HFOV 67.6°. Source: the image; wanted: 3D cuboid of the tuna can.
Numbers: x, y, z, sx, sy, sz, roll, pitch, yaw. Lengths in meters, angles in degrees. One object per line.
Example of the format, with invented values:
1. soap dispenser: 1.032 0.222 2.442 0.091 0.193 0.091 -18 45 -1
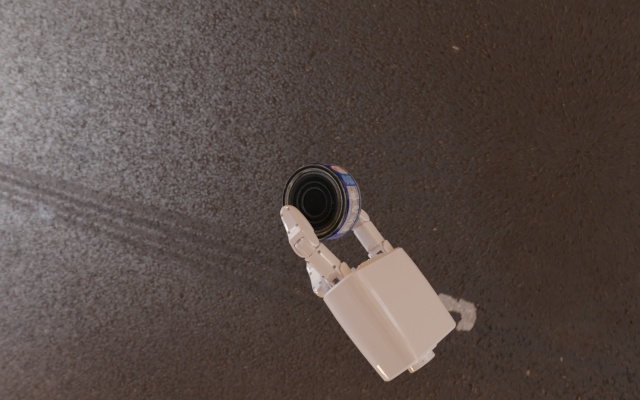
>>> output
1. tuna can: 0.000 0.002 0.525 0.086 0.086 0.034 0 1 32
